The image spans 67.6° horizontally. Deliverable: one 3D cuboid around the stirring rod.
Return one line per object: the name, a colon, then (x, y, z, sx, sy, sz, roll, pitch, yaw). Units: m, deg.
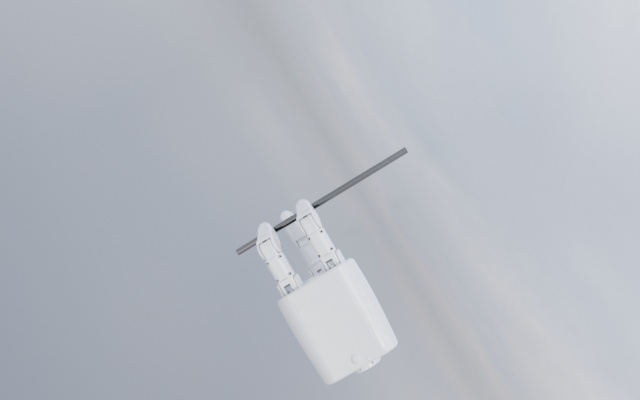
stirring rod: (0.000, 0.002, 0.580, 0.239, 0.011, 0.011, -31, -3, 5)
